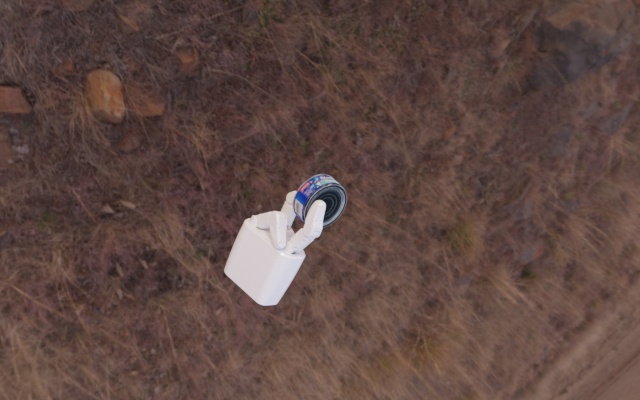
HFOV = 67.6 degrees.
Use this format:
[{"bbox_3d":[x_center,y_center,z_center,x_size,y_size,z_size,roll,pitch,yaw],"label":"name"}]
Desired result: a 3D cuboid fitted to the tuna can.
[{"bbox_3d":[0.000,0.003,0.770,0.086,0.086,0.033,0,30,-39],"label":"tuna can"}]
